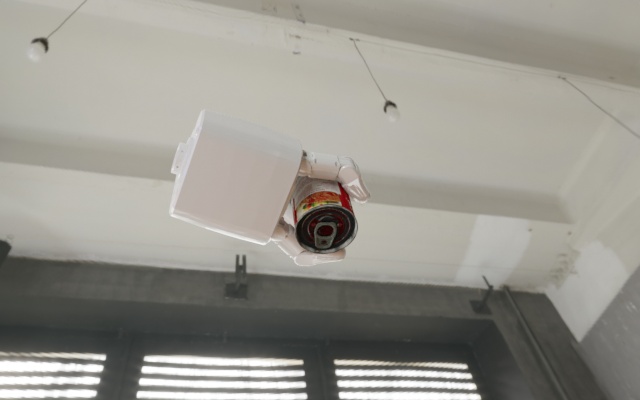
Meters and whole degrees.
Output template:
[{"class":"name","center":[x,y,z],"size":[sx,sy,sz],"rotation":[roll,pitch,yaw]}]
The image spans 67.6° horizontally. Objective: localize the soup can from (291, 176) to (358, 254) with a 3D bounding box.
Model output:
[{"class":"soup can","center":[0.001,0.002,0.543],"size":[0.068,0.069,0.102],"rotation":[0,37,-9]}]
